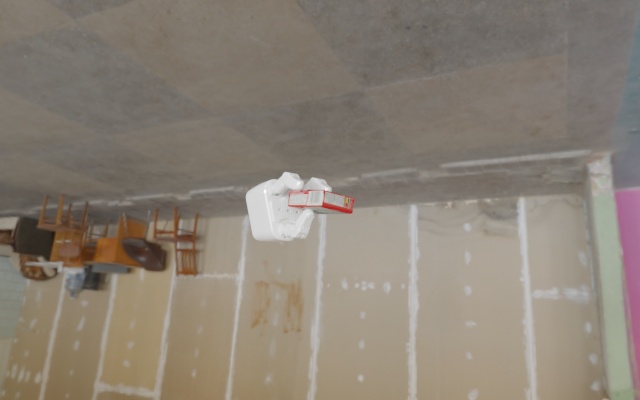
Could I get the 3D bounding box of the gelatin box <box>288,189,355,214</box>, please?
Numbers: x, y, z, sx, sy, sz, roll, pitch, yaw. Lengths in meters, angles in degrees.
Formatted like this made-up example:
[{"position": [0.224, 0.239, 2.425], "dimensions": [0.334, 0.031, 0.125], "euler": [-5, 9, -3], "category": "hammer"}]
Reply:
[{"position": [0.000, 0.003, 0.805], "dimensions": [0.073, 0.030, 0.089], "euler": [15, -11, -42], "category": "gelatin box"}]
